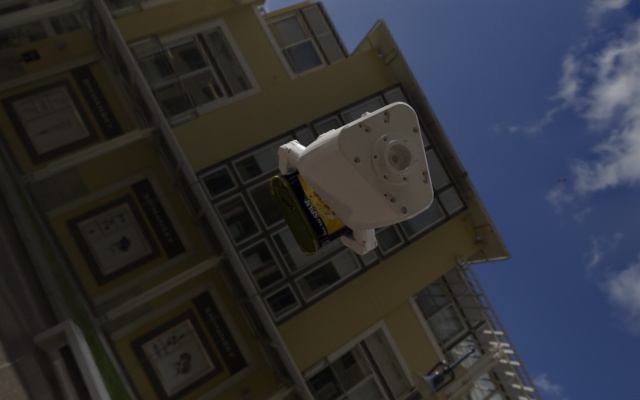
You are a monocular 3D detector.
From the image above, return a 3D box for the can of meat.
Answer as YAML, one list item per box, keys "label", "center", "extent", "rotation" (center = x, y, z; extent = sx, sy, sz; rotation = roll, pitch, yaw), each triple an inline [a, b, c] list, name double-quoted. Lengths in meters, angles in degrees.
- label: "can of meat"
  center: [0.000, 0.002, 0.576]
  extent: [0.084, 0.102, 0.057]
  rotation: [-28, 0, -22]
